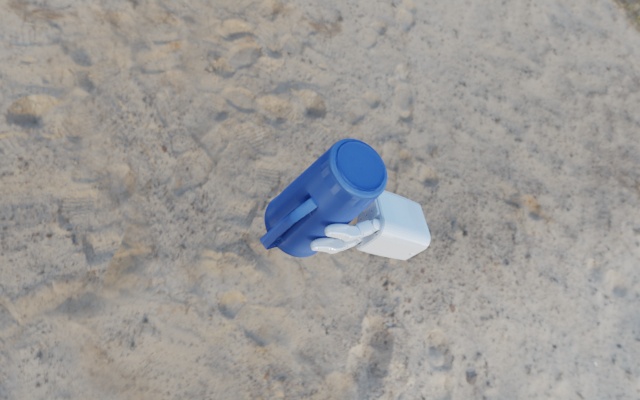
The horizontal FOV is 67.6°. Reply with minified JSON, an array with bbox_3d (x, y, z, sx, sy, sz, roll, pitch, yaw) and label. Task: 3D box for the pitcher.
[{"bbox_3d":[0.000,0.003,0.824,0.145,0.149,0.243,19,-34,-21],"label":"pitcher"}]
